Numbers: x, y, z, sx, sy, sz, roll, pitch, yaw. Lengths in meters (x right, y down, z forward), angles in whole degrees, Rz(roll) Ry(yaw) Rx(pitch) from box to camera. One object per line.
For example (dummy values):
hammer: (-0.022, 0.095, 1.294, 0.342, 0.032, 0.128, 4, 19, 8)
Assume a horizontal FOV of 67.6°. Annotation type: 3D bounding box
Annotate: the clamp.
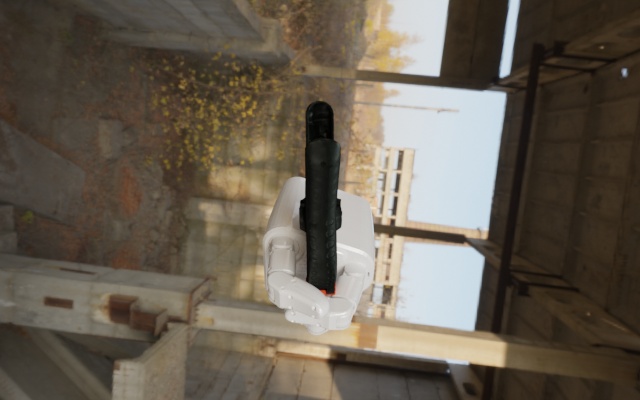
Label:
clamp: (0.001, 0.002, 0.410, 0.039, 0.172, 0.120, 5, 34, 2)
